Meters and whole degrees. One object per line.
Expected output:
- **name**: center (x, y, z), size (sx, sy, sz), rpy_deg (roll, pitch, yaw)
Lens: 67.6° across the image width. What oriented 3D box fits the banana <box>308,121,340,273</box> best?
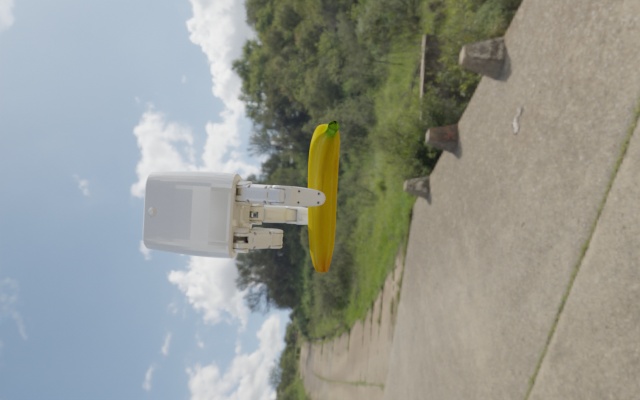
- **banana**: center (0.002, -0.010, 0.576), size (0.037, 0.198, 0.069), rpy_deg (4, 27, 4)
